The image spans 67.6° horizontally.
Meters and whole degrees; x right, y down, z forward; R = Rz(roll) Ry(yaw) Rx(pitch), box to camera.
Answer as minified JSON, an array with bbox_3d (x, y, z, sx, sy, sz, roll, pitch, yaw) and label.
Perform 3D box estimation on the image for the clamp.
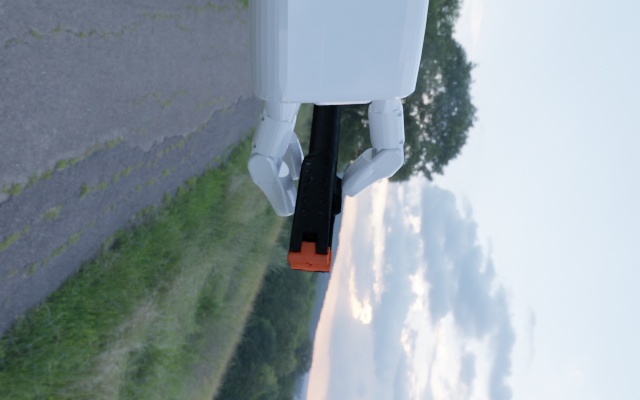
[{"bbox_3d":[0.001,0.001,0.405,0.036,0.165,0.209,3,34,3],"label":"clamp"}]
